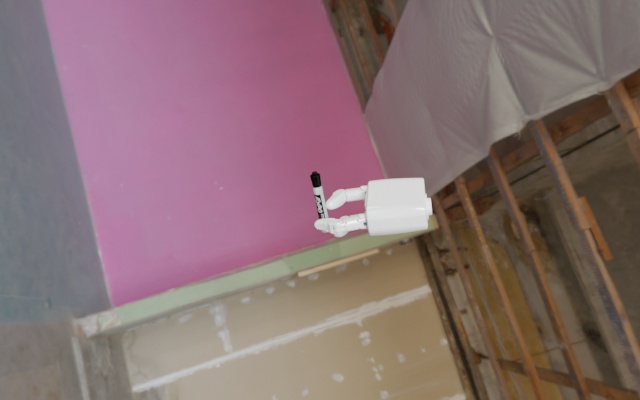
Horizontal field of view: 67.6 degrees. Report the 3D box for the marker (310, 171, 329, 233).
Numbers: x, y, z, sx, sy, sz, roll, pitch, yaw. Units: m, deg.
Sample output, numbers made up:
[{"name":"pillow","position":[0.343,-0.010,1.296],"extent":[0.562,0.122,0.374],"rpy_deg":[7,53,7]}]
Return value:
[{"name":"marker","position":[0.000,0.003,0.890],"extent":[0.020,0.121,0.020],"rpy_deg":[-10,23,4]}]
